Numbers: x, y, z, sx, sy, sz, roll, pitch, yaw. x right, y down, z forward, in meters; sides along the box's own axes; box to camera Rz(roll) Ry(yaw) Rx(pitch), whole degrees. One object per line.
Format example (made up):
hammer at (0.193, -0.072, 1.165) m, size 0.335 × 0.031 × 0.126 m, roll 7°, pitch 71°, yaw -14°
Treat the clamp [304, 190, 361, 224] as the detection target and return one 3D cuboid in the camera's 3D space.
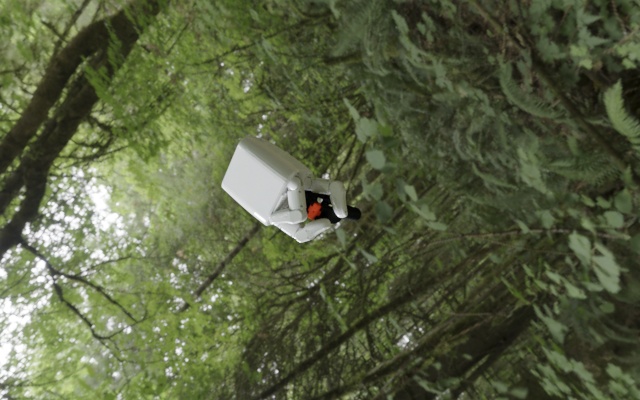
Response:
clamp at (0.000, 0.003, 0.836) m, size 0.120 × 0.039 × 0.171 m, roll 27°, pitch 8°, yaw 17°
